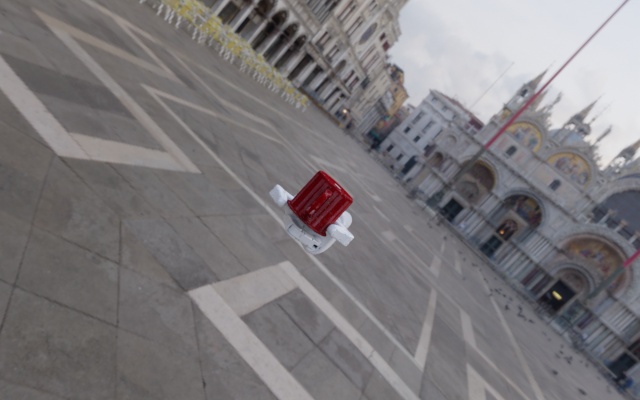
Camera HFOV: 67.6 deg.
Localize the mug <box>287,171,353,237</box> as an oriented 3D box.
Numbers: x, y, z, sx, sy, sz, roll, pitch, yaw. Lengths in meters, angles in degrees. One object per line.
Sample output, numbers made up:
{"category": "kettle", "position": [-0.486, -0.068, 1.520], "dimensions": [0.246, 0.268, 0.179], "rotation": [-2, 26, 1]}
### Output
{"category": "mug", "position": [0.000, 0.003, 0.820], "dimensions": [0.093, 0.081, 0.117], "rotation": [43, 8, 6]}
